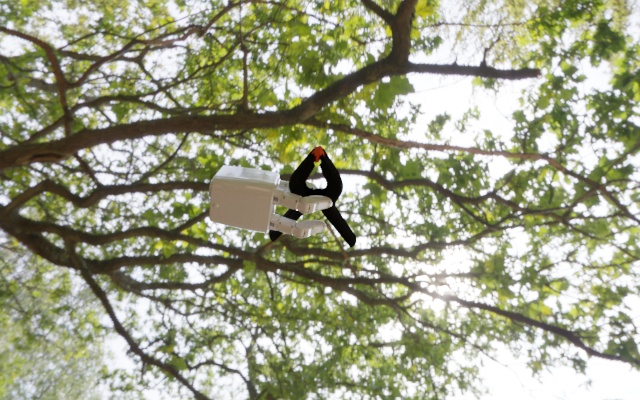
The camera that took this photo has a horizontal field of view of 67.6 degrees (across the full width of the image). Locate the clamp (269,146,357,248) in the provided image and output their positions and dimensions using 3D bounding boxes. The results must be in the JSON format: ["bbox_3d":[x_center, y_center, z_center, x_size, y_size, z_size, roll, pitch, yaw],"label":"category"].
[{"bbox_3d":[0.000,0.002,0.853,0.164,0.210,0.036,9,35,-4],"label":"clamp"}]
